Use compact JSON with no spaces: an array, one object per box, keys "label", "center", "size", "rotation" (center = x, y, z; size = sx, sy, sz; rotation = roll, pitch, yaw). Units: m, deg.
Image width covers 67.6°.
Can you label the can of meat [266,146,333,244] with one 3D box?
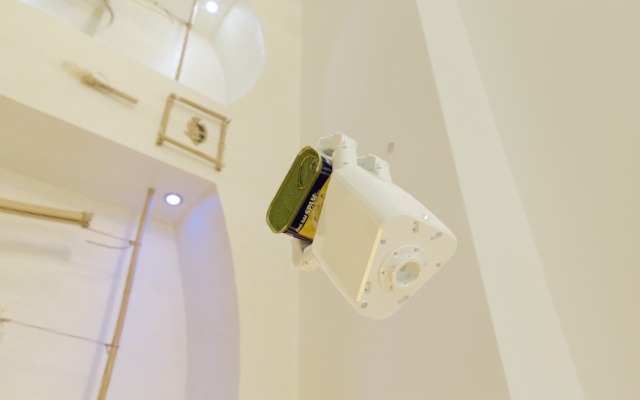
[{"label":"can of meat","center":[0.000,0.002,0.549],"size":[0.084,0.102,0.057],"rotation":[24,10,-31]}]
